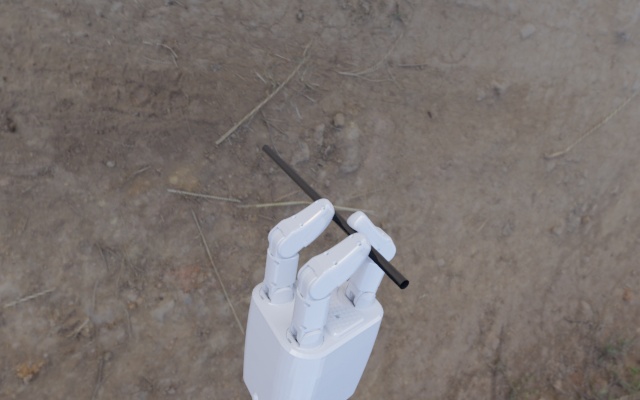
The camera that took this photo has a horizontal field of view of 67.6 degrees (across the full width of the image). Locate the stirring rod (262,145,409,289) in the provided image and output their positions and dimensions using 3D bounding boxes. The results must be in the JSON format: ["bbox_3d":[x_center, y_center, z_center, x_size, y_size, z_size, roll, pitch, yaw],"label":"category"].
[{"bbox_3d":[0.000,0.001,0.420,0.011,0.011,0.239,0,28,-34],"label":"stirring rod"}]
